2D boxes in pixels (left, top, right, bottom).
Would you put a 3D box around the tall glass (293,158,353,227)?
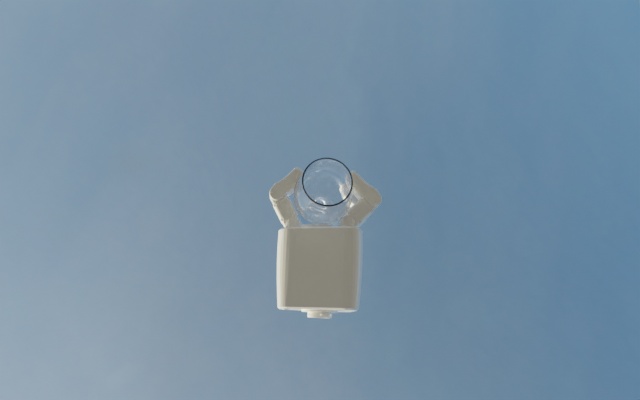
[{"bbox_3d":[0.000,0.002,0.666,0.079,0.079,0.201,0,-15,-5],"label":"tall glass"}]
